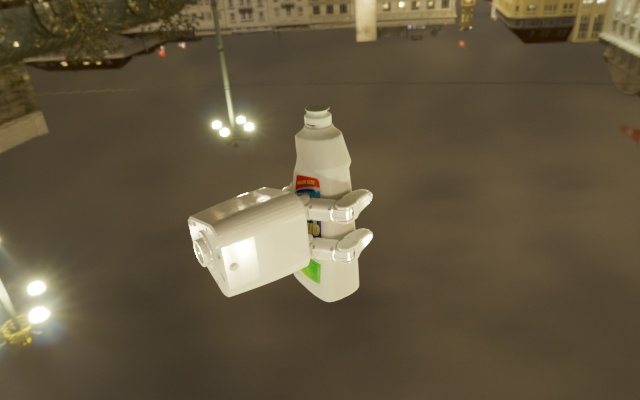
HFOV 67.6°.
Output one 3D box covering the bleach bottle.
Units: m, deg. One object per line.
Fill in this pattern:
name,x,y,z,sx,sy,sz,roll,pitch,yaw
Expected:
bleach bottle,0.000,0.002,0.607,0.068,0.251,0.102,-20,32,-27
